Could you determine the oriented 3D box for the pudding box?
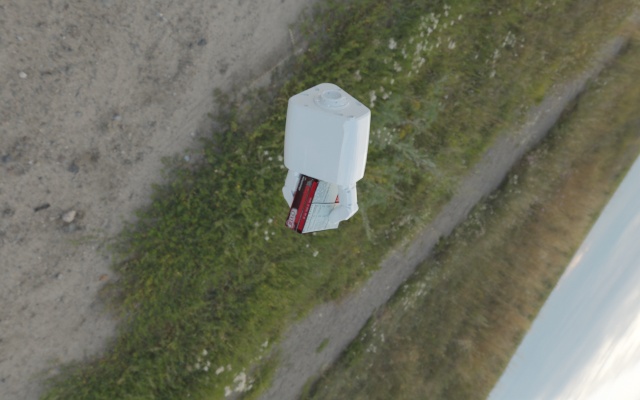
[{"bbox_3d":[0.000,0.002,0.748,0.039,0.090,0.113,28,16,30],"label":"pudding box"}]
